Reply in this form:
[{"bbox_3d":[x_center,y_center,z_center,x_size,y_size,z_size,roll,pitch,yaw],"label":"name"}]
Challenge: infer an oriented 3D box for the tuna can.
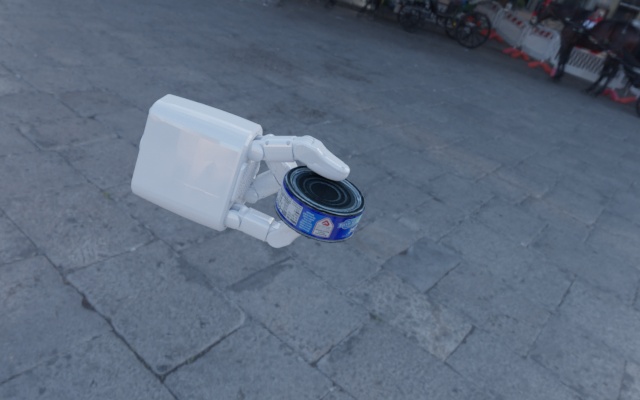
[{"bbox_3d":[0.000,0.001,0.470,0.086,0.034,0.086,17,30,-10],"label":"tuna can"}]
